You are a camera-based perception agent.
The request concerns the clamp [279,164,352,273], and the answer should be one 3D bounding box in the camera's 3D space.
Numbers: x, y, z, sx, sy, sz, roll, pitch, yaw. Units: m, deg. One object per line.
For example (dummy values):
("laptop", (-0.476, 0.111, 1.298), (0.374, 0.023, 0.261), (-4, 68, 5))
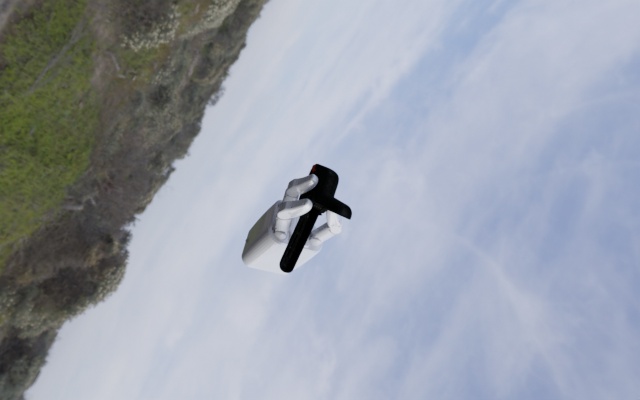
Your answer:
("clamp", (0.001, 0.003, 0.787), (0.036, 0.209, 0.165), (33, -49, -22))
